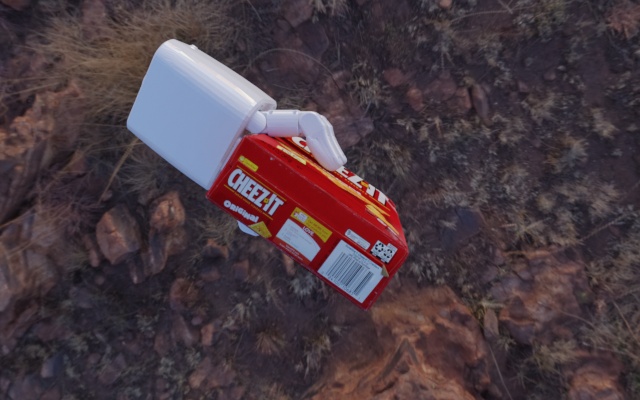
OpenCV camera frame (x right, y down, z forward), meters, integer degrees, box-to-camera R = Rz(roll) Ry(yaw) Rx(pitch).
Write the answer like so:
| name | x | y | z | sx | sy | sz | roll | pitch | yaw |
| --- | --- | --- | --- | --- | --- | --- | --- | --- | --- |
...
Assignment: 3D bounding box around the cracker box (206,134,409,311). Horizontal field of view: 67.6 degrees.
| name | x | y | z | sx | sy | sz | roll | pitch | yaw |
| --- | --- | --- | --- | --- | --- | --- | --- | --- | --- |
| cracker box | 0.000 | 0.002 | 0.481 | 0.164 | 0.072 | 0.213 | 35 | 11 | -1 |
